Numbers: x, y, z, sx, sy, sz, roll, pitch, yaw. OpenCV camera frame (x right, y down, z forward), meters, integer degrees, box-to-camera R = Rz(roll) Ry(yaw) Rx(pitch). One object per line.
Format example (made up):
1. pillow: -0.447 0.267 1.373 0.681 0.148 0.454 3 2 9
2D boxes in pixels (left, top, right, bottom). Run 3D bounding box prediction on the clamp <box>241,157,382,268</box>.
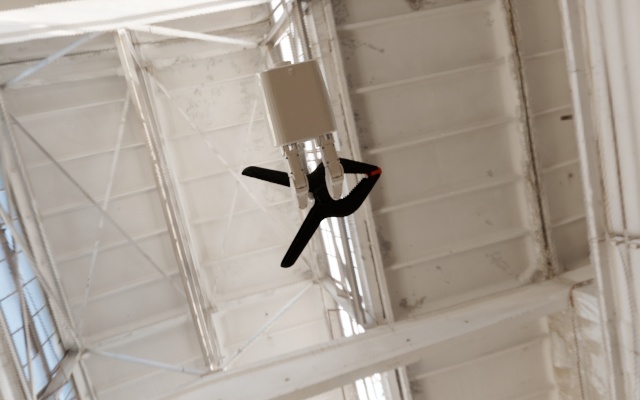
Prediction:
1. clamp: 0.000 0.002 0.737 0.210 0.164 0.036 -17 10 -13
